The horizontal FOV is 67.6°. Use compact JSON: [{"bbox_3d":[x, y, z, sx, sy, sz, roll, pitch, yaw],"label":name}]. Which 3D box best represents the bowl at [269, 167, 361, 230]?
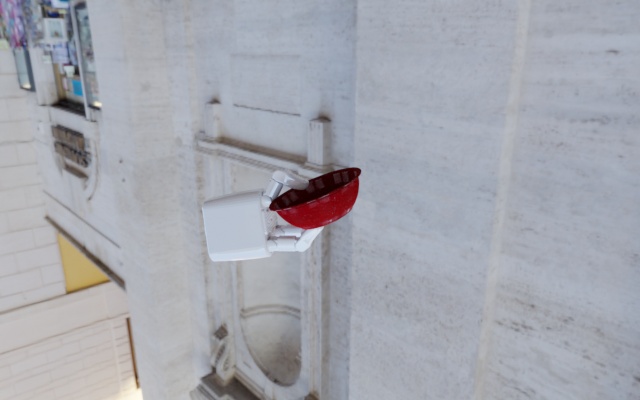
[{"bbox_3d":[0.001,0.003,0.776,0.162,0.055,0.162,-22,13,5],"label":"bowl"}]
